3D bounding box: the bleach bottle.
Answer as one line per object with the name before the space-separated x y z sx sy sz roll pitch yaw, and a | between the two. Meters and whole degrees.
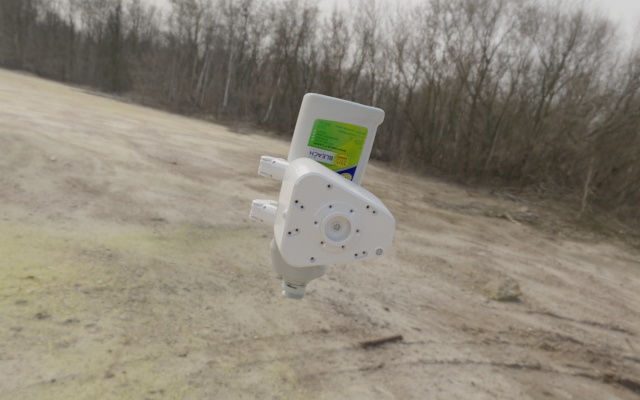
bleach bottle | 0.000 0.002 0.592 0.102 0.251 0.068 11 9 -9
